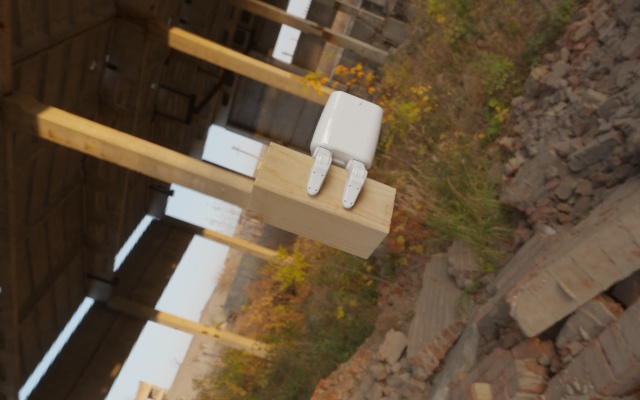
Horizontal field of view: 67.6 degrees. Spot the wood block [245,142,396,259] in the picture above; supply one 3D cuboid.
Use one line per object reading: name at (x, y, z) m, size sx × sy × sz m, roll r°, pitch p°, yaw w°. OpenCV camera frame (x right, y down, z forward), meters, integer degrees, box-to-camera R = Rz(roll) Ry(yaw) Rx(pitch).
wood block at (0.000, 0.002, 0.739) m, size 0.206 × 0.090 × 0.091 m, roll 20°, pitch -36°, yaw -6°
